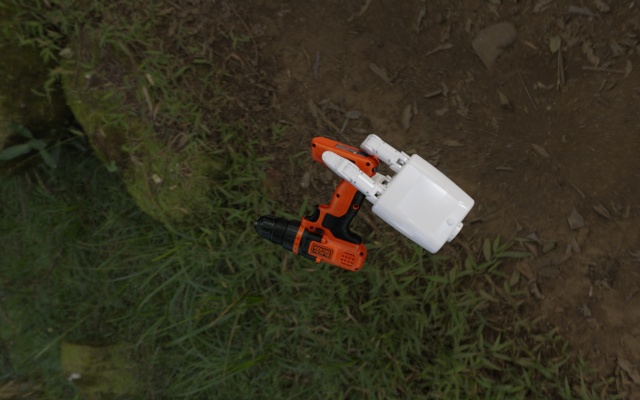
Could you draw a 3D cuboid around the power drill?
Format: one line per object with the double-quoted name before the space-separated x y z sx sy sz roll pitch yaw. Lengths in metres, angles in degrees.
"power drill" 0.000 0.002 0.736 0.184 0.188 0.057 18 19 6
